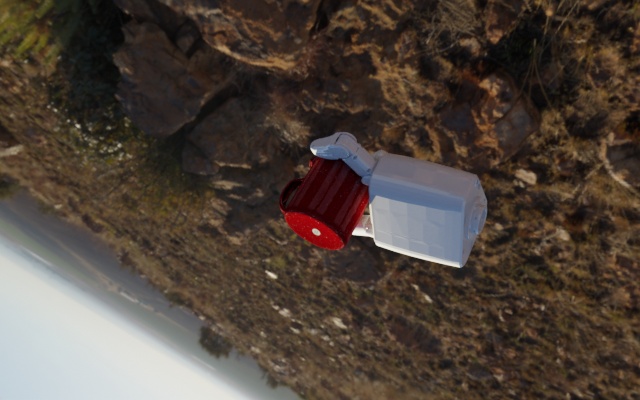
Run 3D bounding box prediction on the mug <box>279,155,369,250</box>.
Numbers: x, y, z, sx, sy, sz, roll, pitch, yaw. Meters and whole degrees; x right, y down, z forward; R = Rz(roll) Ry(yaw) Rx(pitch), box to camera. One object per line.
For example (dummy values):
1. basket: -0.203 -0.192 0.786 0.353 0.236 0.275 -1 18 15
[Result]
1. mug: -0.001 0.002 0.572 0.117 0.081 0.093 13 -30 31
